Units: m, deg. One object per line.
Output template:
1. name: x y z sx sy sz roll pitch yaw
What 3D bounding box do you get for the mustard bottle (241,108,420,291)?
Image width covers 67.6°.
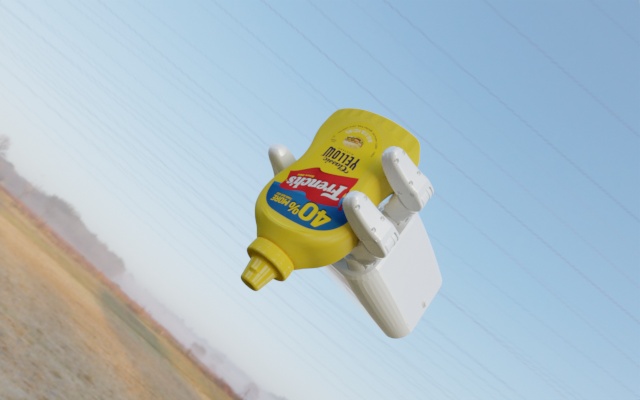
1. mustard bottle: 0.000 0.001 0.416 0.096 0.191 0.058 28 -28 25
